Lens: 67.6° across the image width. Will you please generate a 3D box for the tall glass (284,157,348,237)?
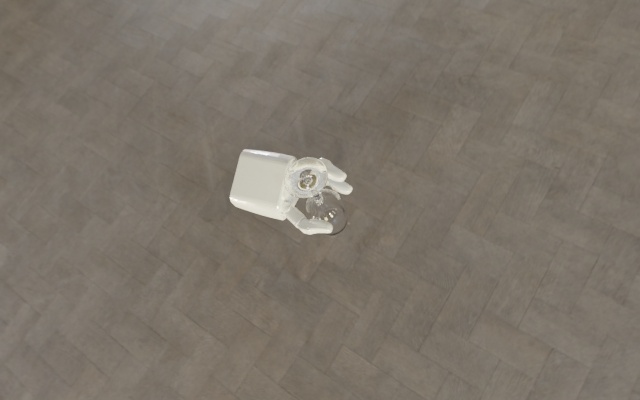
[{"bbox_3d":[0.000,0.003,0.859,0.079,0.079,0.201,0,-24,16],"label":"tall glass"}]
